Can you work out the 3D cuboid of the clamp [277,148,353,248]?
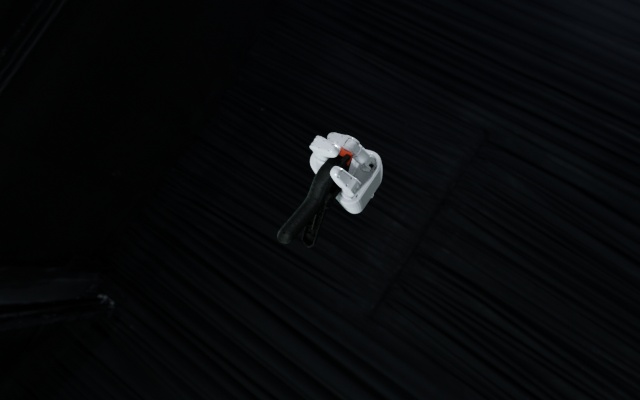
[{"bbox_3d":[0.000,0.002,0.746,0.039,0.171,0.120,33,-5,15],"label":"clamp"}]
